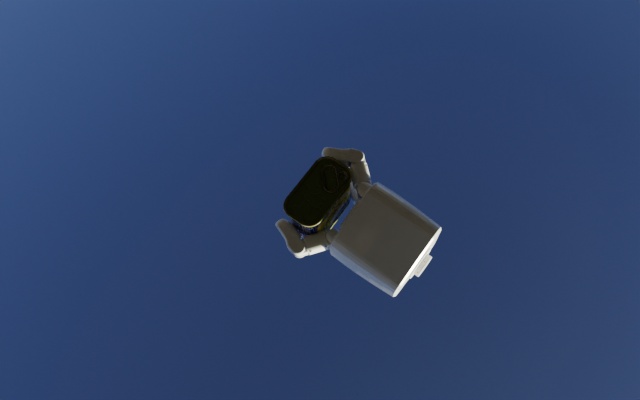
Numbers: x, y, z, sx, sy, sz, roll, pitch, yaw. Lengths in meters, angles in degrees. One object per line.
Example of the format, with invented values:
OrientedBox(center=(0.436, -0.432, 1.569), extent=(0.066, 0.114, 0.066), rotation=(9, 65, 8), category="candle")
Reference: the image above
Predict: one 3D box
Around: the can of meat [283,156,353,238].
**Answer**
OrientedBox(center=(0.000, 0.002, 0.665), extent=(0.057, 0.102, 0.084), rotation=(33, -16, 16), category="can of meat")
